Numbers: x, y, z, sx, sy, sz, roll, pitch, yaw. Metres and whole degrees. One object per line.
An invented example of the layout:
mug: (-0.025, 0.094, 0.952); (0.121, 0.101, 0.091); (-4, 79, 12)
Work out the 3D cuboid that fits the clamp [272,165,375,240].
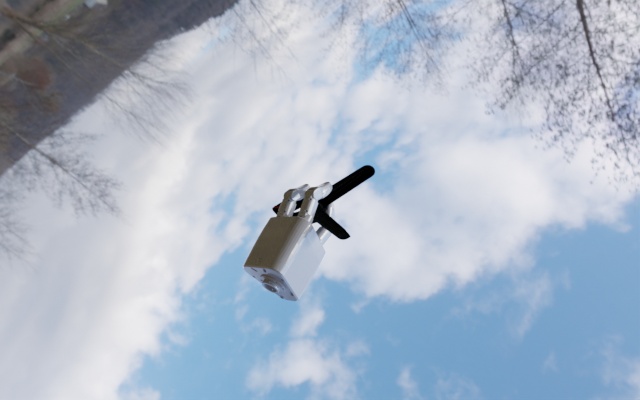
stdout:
clamp: (0.000, 0.004, 0.884); (0.210, 0.164, 0.036); (-2, -44, 42)
